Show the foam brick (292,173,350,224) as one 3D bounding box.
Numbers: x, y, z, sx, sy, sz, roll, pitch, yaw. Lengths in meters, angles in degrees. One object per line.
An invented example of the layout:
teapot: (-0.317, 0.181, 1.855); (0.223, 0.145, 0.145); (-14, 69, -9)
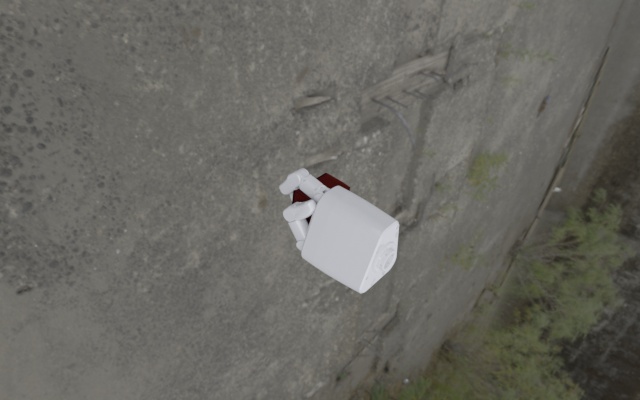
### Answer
foam brick: (0.000, 0.002, 0.725); (0.051, 0.053, 0.078); (30, 41, 28)
